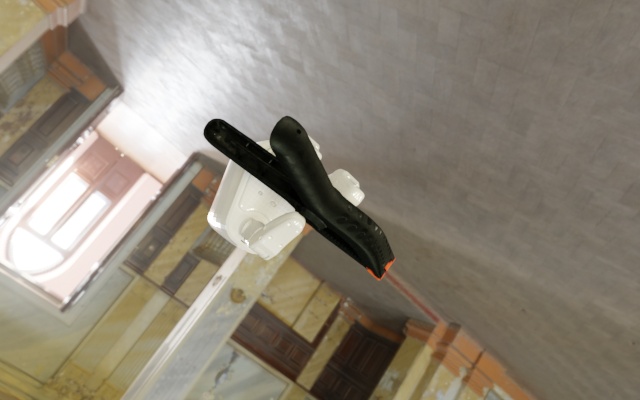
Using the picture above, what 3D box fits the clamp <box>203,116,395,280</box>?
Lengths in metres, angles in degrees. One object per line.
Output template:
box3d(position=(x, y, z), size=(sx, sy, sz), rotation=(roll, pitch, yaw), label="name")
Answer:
box3d(position=(0.000, 0.002, 0.403), size=(0.210, 0.036, 0.164), rotation=(42, -12, -21), label="clamp")
